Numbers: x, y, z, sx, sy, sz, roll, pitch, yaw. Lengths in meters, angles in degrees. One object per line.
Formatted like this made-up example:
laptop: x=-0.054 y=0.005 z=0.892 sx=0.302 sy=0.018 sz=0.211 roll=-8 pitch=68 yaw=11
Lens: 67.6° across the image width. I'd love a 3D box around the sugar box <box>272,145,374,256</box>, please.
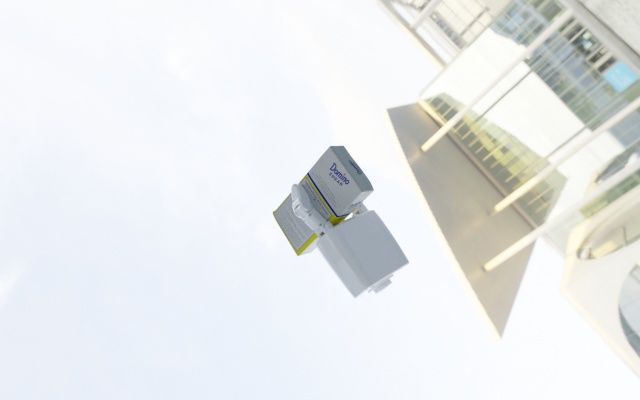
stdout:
sugar box: x=0.000 y=0.003 z=0.772 sx=0.048 sy=0.093 sz=0.176 roll=-8 pitch=-30 yaw=-52
